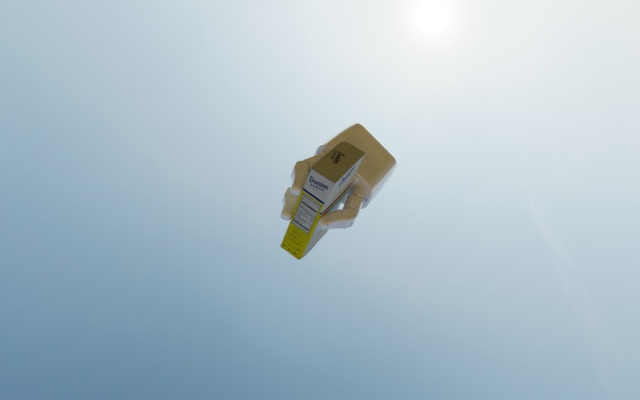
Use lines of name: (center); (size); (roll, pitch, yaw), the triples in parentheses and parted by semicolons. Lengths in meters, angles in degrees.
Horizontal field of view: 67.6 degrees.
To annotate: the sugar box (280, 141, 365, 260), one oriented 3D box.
sugar box: (0.000, 0.002, 0.708); (0.048, 0.176, 0.093); (33, 43, 13)
